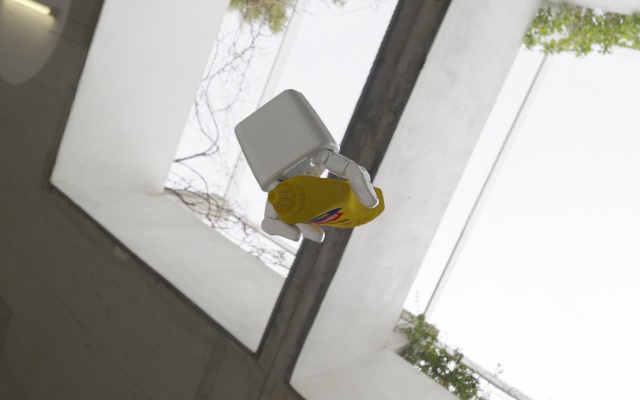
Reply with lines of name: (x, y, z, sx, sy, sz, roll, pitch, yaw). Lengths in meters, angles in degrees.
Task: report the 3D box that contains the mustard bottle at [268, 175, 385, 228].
mustard bottle: (0.000, 0.002, 0.613, 0.096, 0.058, 0.191, -15, -13, 32)
